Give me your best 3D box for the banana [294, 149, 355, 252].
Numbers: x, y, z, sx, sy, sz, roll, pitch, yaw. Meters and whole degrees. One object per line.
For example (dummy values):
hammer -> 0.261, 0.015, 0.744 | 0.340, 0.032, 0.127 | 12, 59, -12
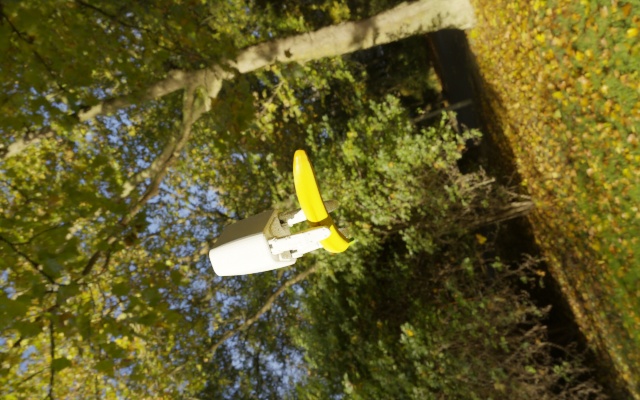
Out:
banana -> -0.001, 0.016, 0.751 | 0.037, 0.198, 0.069 | -16, 31, 21
